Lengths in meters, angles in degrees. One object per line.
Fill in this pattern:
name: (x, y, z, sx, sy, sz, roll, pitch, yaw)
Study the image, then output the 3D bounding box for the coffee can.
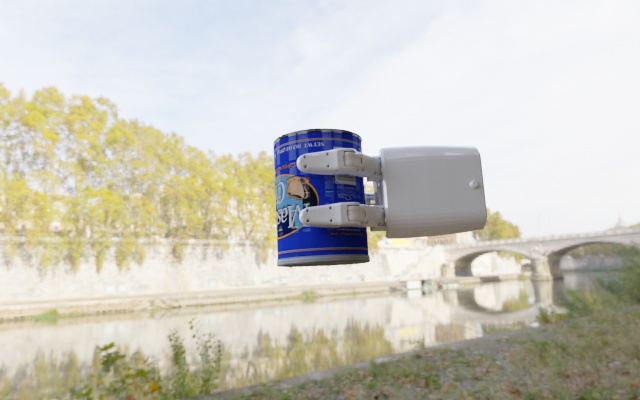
coffee can: (0.000, 0.002, 0.537, 0.103, 0.140, 0.103, -3, -10, 0)
